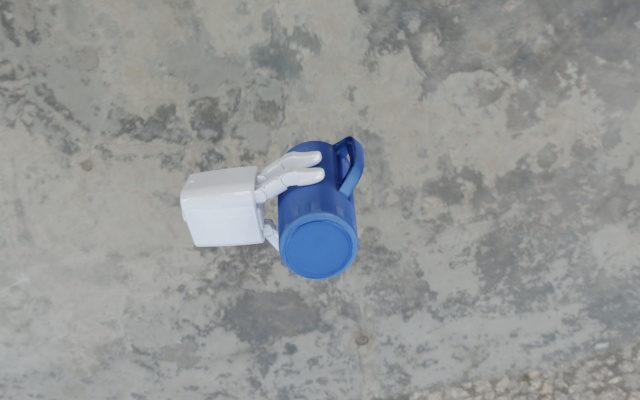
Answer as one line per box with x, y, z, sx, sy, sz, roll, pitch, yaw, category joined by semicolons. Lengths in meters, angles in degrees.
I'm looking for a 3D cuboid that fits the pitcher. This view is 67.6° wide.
0.000;0.002;0.735;0.145;0.149;0.242;-3;28;-1;pitcher
